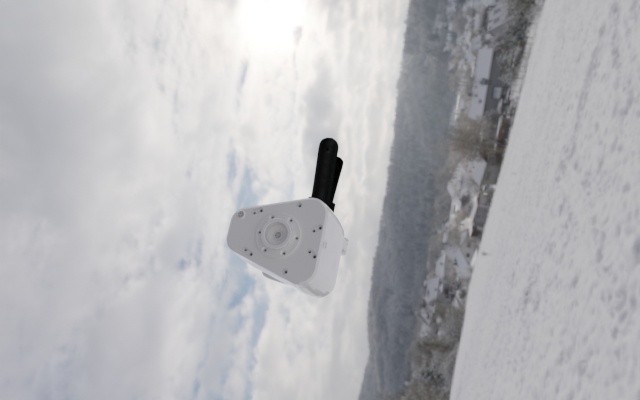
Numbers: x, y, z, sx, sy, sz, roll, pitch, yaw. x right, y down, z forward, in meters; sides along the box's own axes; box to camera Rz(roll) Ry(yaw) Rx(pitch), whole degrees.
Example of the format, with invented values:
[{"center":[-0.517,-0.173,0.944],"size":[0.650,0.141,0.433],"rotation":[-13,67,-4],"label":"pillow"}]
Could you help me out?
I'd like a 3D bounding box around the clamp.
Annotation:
[{"center":[-0.001,0.002,0.631],"size":[0.039,0.171,0.120],"rotation":[8,-15,13],"label":"clamp"}]
